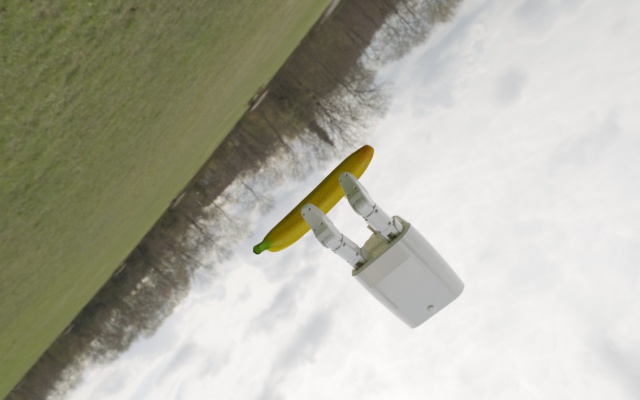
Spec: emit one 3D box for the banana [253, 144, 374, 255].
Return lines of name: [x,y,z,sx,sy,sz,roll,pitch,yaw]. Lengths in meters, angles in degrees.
banana: [-0.004,0.005,0.618,0.198,0.037,0.069,-44,2,-5]
